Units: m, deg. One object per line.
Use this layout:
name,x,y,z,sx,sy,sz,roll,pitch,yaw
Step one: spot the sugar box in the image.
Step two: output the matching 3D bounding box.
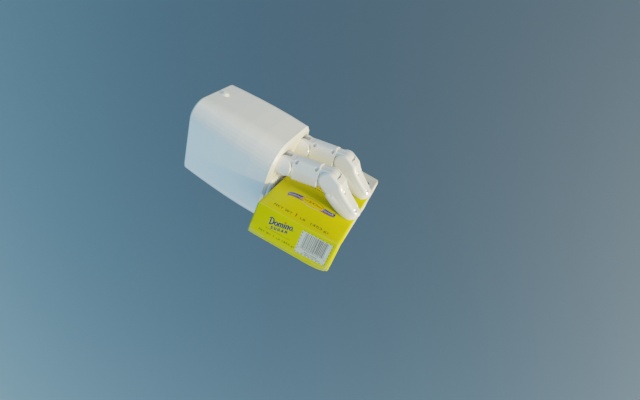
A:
sugar box,0.000,0.001,0.548,0.093,0.048,0.176,29,33,5
